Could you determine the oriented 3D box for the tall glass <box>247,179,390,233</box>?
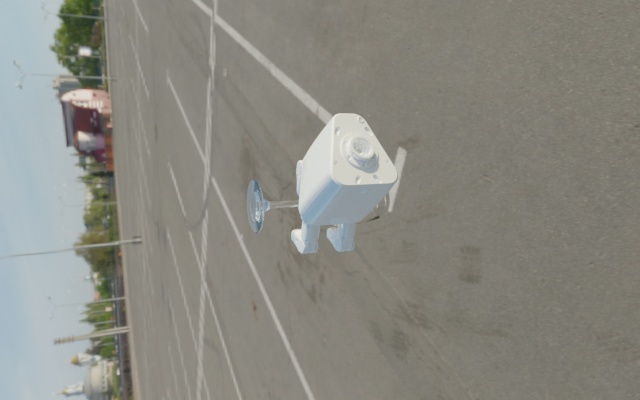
[{"bbox_3d":[-0.001,0.002,0.695,0.201,0.079,0.079,-3,1,-25],"label":"tall glass"}]
